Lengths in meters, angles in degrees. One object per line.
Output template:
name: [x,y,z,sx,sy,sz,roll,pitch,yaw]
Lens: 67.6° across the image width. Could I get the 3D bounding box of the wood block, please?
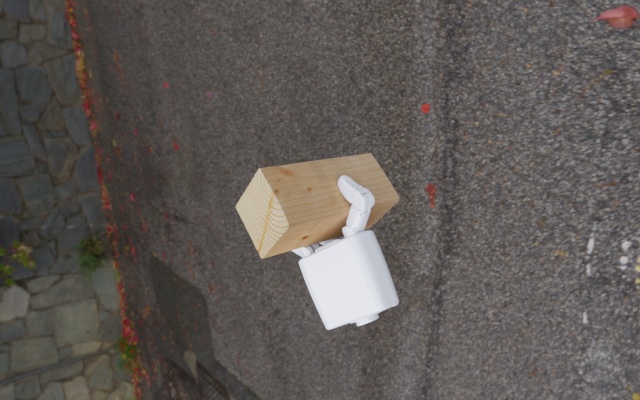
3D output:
wood block: [0.000,0.002,0.682,0.206,0.090,0.091,-12,-26,-40]
